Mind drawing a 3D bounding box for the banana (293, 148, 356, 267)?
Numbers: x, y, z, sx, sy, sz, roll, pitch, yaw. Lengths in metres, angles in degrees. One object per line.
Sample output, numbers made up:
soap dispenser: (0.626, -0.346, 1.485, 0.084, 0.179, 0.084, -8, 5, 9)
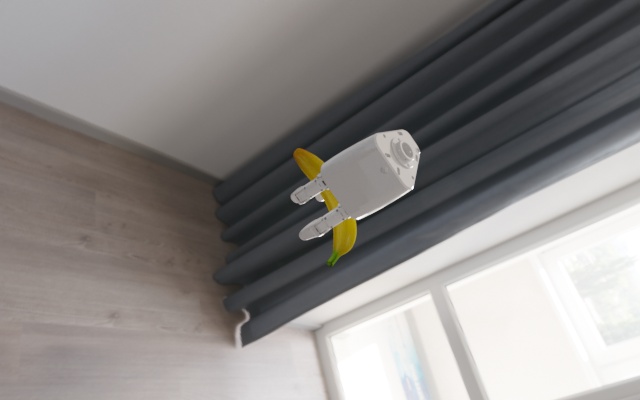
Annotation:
banana: (0.015, 0.003, 0.776, 0.069, 0.197, 0.037, -12, -10, -39)
